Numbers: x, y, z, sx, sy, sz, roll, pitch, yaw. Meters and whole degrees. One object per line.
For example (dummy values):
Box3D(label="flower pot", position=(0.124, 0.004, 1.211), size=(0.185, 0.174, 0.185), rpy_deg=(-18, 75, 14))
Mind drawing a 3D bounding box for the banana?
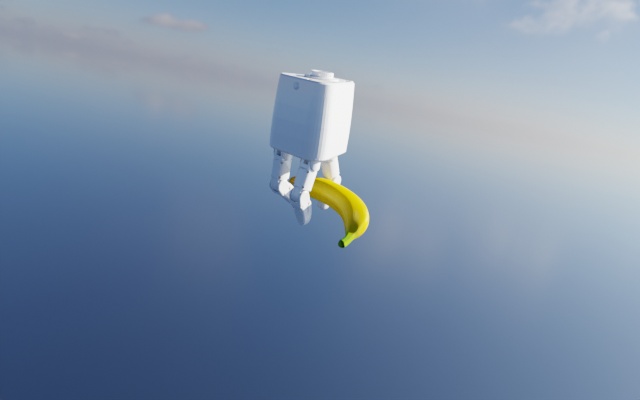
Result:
Box3D(label="banana", position=(0.018, 0.002, 0.694), size=(0.069, 0.037, 0.197), rpy_deg=(-6, 28, -24))
